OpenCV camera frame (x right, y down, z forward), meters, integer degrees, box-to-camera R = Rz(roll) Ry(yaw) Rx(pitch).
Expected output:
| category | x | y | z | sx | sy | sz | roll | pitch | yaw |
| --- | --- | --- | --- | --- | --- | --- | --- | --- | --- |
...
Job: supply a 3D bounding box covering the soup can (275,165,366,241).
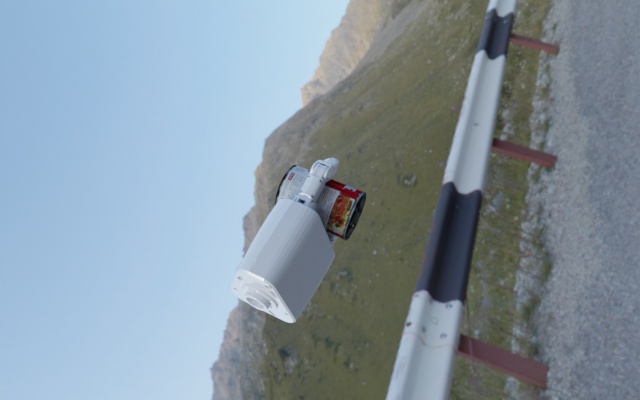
| category | x | y | z | sx | sy | sz | roll | pitch | yaw |
| --- | --- | --- | --- | --- | --- | --- | --- | --- | --- |
| soup can | 0.000 | 0.001 | 0.626 | 0.102 | 0.068 | 0.068 | 23 | 6 | 14 |
